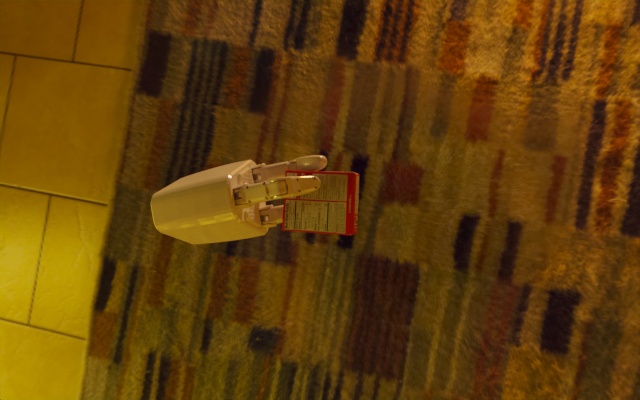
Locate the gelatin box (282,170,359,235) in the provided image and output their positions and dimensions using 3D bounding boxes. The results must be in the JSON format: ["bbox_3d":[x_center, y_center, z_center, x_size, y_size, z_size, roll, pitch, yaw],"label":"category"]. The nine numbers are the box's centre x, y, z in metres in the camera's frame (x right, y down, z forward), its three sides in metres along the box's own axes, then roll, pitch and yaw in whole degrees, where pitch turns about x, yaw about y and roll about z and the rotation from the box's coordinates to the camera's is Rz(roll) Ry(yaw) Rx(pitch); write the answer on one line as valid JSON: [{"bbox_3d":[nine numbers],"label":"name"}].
[{"bbox_3d":[0.000,0.002,0.570,0.089,0.073,0.030,3,1,18],"label":"gelatin box"}]
